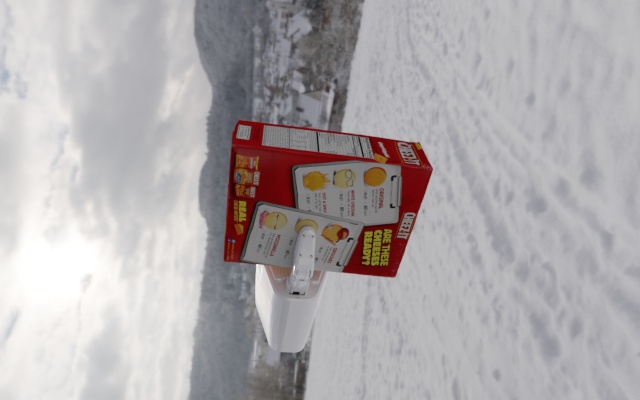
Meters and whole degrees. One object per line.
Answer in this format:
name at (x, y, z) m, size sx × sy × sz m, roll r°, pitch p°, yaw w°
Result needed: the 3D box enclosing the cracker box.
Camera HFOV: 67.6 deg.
cracker box at (0.000, 0.002, 0.558) m, size 0.214 × 0.164 × 0.072 m, roll 6°, pitch 36°, yaw -8°
